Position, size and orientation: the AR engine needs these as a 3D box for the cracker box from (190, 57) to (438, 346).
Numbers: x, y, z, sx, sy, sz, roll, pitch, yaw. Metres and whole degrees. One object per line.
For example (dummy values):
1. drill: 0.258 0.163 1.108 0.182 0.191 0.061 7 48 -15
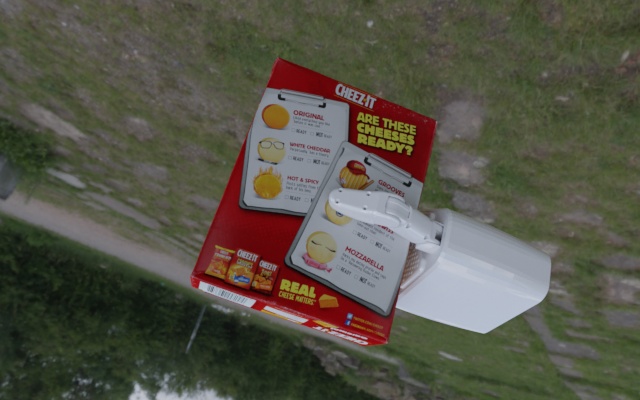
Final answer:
1. cracker box: 0.000 0.002 0.430 0.164 0.213 0.072 20 -23 -8
